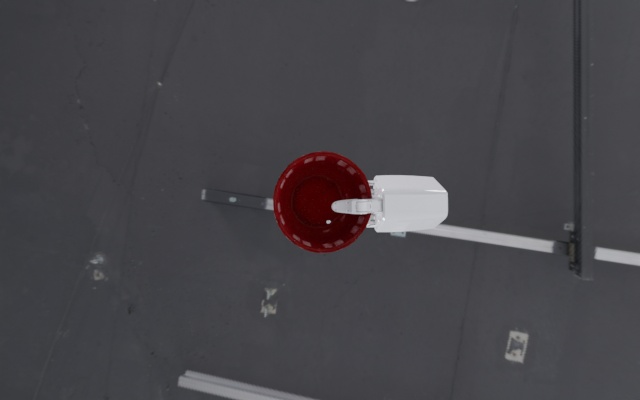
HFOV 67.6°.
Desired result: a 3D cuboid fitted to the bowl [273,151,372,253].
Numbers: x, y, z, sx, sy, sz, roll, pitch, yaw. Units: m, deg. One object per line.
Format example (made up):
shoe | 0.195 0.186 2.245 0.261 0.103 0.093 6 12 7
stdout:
bowl | -0.001 0.002 0.782 0.162 0.162 0.055 0 1 -12
